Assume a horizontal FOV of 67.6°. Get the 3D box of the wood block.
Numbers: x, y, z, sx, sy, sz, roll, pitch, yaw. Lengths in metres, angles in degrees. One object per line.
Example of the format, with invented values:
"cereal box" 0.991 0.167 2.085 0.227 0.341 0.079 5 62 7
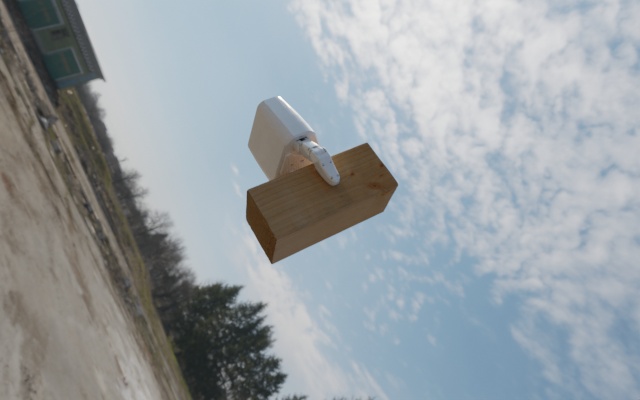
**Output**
"wood block" 0.000 0.002 0.722 0.206 0.090 0.091 -24 -24 -22
